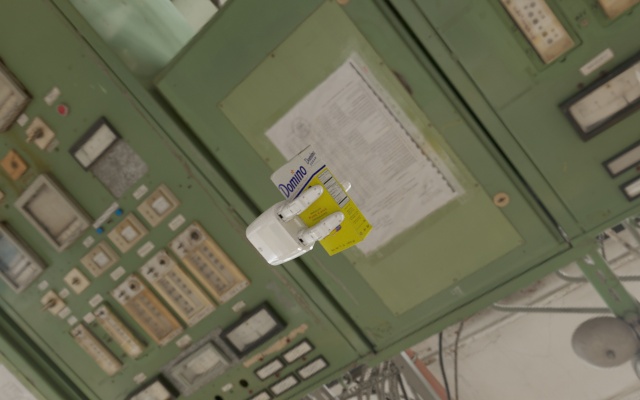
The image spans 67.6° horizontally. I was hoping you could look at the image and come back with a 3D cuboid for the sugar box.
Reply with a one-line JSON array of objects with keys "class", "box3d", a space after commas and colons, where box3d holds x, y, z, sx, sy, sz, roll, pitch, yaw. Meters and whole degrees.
[{"class": "sugar box", "box3d": [0.000, 0.003, 0.806, 0.093, 0.176, 0.048, -33, 10, 46]}]
